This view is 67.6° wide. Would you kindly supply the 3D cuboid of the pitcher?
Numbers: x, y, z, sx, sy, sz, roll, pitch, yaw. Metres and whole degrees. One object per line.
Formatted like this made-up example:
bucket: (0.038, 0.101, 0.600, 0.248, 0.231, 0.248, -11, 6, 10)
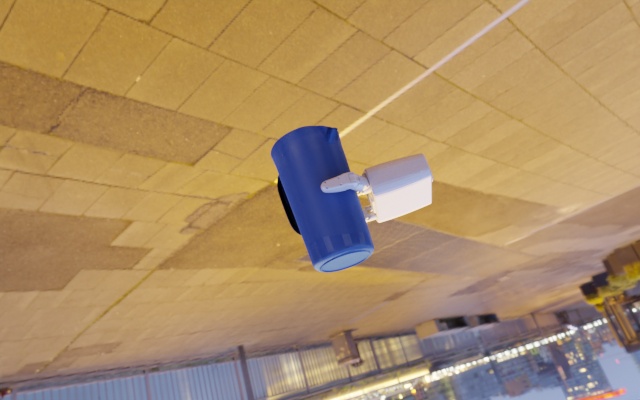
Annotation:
pitcher: (0.000, 0.003, 0.851, 0.145, 0.242, 0.149, -18, -23, 0)
